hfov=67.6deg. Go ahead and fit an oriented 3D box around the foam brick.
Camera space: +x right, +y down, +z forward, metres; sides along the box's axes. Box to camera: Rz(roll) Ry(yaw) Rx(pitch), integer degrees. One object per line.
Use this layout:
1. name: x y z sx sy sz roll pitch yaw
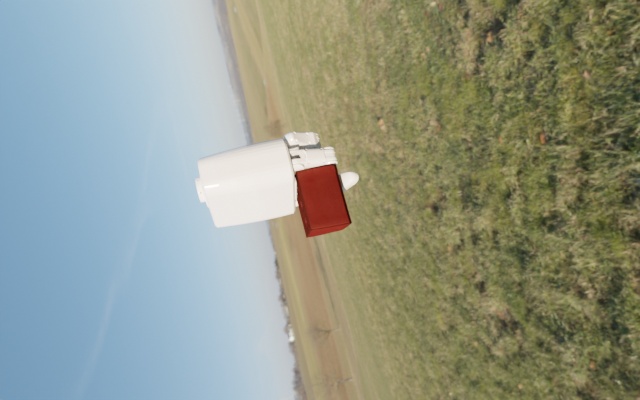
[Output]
1. foam brick: 0.000 0.002 0.598 0.051 0.078 0.053 -12 -13 -13
